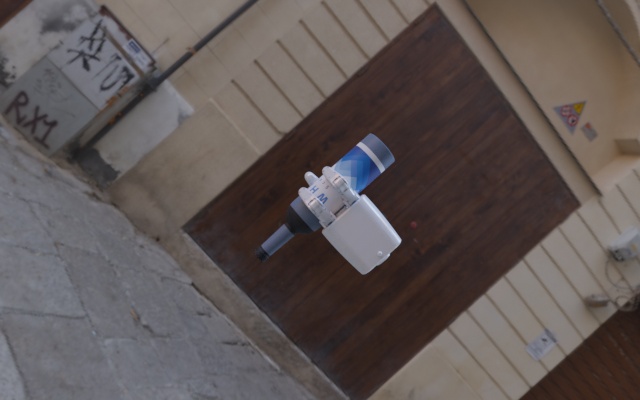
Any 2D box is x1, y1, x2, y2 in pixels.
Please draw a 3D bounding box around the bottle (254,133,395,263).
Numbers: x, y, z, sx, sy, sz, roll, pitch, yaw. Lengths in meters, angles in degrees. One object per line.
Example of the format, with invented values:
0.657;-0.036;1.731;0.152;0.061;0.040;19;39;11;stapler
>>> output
0.000;0.003;0.849;0.295;0.069;0.069;-42;1;-1;bottle
